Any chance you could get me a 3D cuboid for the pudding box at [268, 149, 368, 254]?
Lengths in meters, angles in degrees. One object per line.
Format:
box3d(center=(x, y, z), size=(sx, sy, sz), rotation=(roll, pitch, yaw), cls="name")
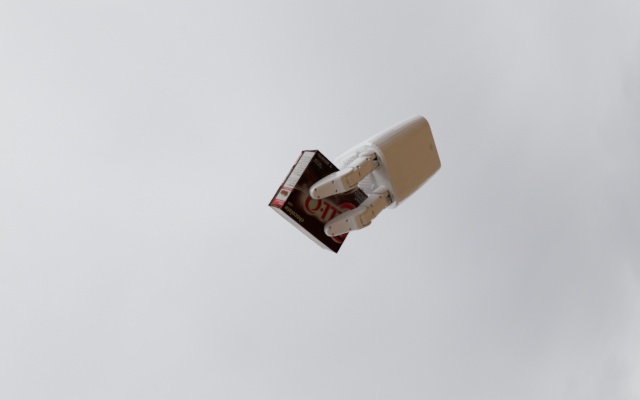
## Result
box3d(center=(0.000, 0.002, 0.616), size=(0.113, 0.090, 0.039), rotation=(39, -17, -31), cls="pudding box")
